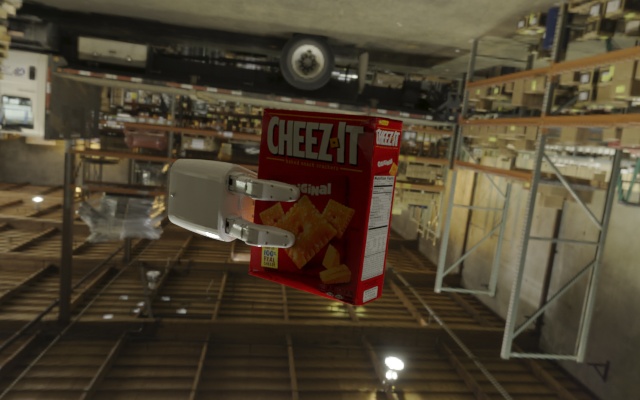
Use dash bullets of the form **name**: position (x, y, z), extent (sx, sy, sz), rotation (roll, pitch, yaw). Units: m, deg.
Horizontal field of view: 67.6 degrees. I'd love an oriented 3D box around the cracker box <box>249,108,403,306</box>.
- **cracker box**: position (0.000, 0.002, 0.578), extent (0.164, 0.214, 0.072), rotation (11, 9, 33)
